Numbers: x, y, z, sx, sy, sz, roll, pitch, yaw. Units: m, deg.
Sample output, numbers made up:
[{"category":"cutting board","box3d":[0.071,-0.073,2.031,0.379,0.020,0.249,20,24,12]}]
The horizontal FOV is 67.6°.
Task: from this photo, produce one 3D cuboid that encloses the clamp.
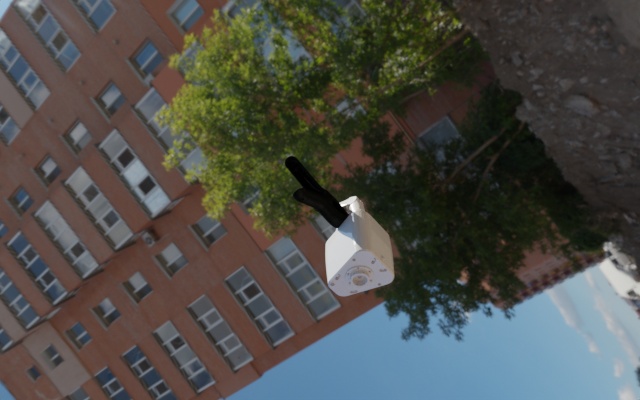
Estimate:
[{"category":"clamp","box3d":[0.000,0.003,0.847,0.039,0.171,0.120,-38,26,21]}]
